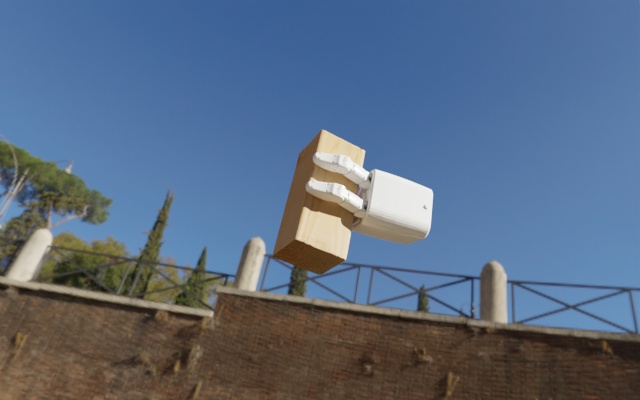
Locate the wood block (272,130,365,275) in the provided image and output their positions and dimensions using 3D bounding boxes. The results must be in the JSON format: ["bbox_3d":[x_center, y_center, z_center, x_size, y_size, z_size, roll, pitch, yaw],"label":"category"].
[{"bbox_3d":[0.000,0.003,0.781,0.090,0.206,0.091,24,-33,-18],"label":"wood block"}]
